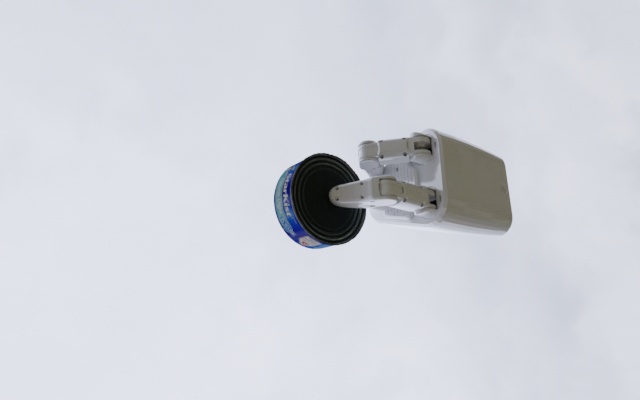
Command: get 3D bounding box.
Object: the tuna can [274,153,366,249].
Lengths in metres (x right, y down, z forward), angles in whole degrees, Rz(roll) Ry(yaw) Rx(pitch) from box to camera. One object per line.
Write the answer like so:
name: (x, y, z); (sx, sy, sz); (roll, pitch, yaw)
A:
tuna can: (0.000, 0.002, 0.443); (0.086, 0.086, 0.034); (0, -12, -37)
